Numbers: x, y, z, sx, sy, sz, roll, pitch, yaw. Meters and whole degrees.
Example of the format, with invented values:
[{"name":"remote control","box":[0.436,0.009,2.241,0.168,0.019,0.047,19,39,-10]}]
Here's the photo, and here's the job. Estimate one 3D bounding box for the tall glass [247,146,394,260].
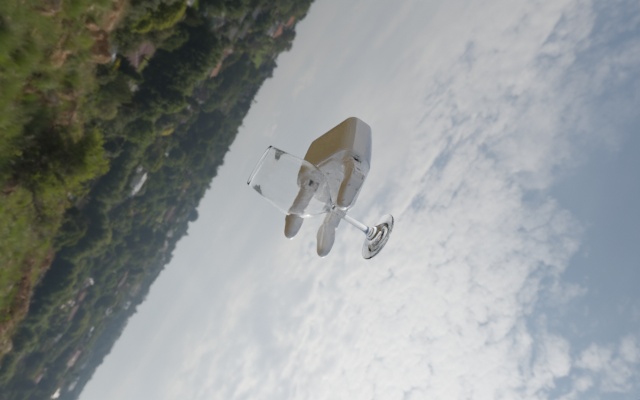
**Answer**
[{"name":"tall glass","box":[0.001,0.003,0.662,0.201,0.079,0.079,31,-8,-14]}]
